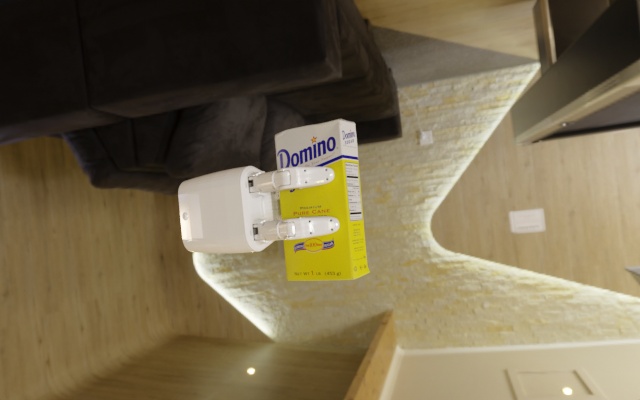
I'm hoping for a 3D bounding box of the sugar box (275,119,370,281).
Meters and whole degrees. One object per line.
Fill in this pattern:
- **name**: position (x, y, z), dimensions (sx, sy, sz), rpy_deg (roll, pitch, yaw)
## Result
- **sugar box**: position (0.000, 0.002, 0.552), dimensions (0.093, 0.176, 0.048), rpy_deg (-7, -1, 32)
